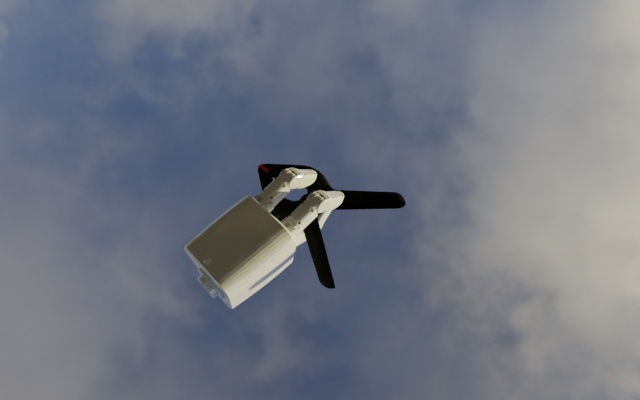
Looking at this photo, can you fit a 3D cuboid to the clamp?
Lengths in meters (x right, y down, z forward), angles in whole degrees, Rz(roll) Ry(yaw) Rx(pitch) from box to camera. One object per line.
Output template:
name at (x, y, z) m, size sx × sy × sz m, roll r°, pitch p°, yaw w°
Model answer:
clamp at (0.000, 0.002, 0.663) m, size 0.210 × 0.164 × 0.036 m, roll 40°, pitch -22°, yaw 27°
